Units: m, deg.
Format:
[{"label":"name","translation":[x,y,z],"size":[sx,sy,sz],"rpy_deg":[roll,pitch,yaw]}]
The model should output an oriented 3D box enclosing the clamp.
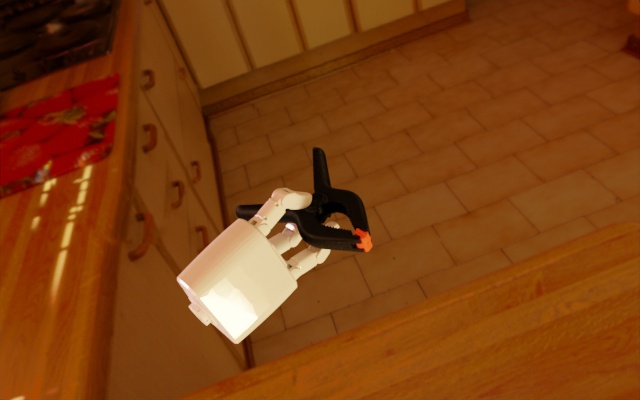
[{"label":"clamp","translation":[0.000,0.002,0.658],"size":[0.210,0.164,0.036],"rpy_deg":[26,-28,39]}]
